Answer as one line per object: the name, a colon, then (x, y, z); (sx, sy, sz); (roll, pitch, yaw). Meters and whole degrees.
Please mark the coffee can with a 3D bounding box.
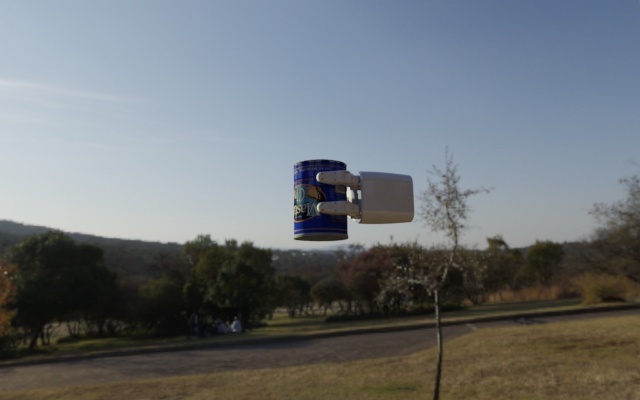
coffee can: (0.000, 0.003, 0.897); (0.103, 0.140, 0.103); (-1, -10, 0)
